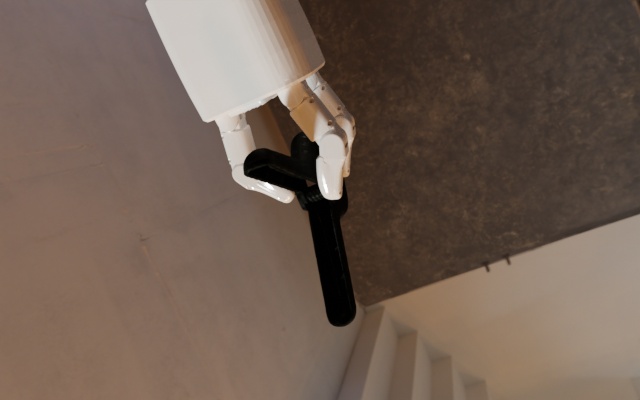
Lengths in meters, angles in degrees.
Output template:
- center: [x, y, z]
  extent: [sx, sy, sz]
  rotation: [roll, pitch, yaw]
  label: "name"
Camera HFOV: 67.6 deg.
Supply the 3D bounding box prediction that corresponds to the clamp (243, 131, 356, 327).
- center: [-0.001, 0.001, 0.443]
  extent: [0.036, 0.164, 0.210]
  rotation: [-18, 18, 16]
  label: "clamp"
